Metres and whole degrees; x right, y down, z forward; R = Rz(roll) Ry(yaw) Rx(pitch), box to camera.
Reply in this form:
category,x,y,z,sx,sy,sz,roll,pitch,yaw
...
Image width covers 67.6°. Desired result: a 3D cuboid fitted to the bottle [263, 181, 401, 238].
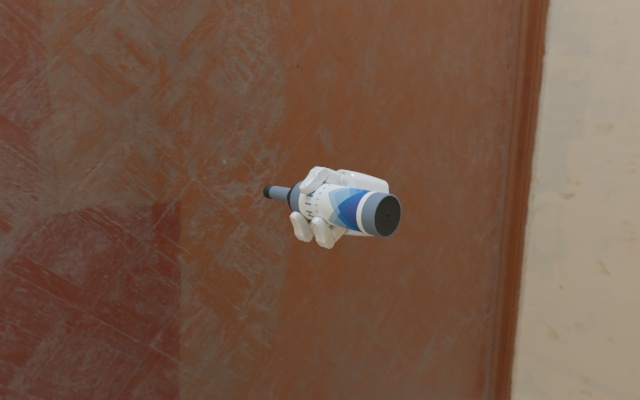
category,x,y,z,sx,sy,sz,roll,pitch,yaw
bottle,0.000,0.003,0.817,0.069,0.069,0.295,0,8,-44
